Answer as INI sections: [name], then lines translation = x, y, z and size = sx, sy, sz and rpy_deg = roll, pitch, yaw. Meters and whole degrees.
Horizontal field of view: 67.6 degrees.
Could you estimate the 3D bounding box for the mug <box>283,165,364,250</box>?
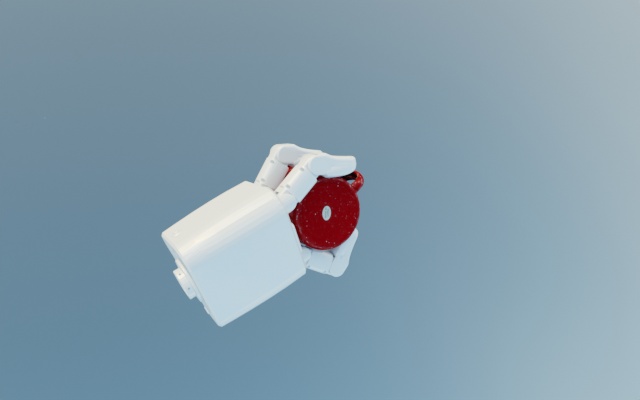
[mug]
translation = 0.001, 0.001, 0.540
size = 0.117, 0.093, 0.081
rpy_deg = -33, 23, -20
